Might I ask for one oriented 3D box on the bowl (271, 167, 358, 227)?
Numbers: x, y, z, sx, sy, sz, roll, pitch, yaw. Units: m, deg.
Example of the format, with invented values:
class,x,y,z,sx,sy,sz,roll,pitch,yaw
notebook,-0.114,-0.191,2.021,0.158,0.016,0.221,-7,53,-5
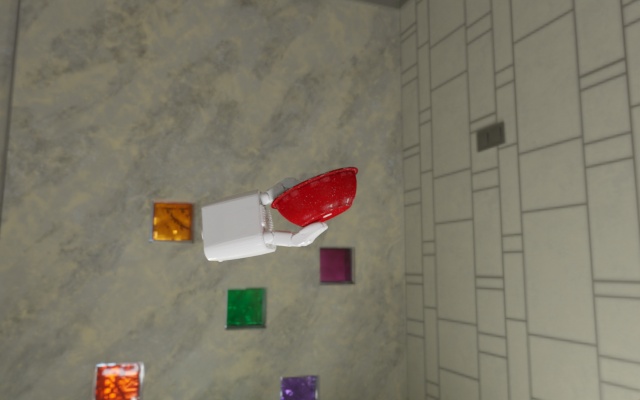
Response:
class,x,y,z,sx,sy,sz,roll,pitch,yaw
bowl,0.001,0.002,0.807,0.162,0.055,0.162,-23,-10,-4
